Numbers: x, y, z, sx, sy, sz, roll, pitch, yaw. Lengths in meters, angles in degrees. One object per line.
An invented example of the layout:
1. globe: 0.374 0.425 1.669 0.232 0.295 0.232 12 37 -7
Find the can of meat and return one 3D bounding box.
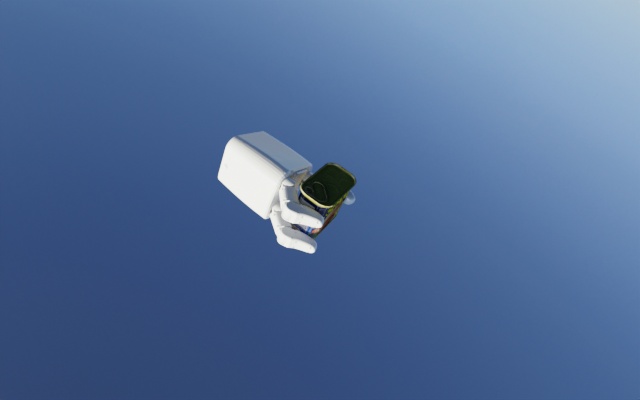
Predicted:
1. can of meat: 0.000 0.003 0.737 0.057 0.084 0.102 36 42 11
